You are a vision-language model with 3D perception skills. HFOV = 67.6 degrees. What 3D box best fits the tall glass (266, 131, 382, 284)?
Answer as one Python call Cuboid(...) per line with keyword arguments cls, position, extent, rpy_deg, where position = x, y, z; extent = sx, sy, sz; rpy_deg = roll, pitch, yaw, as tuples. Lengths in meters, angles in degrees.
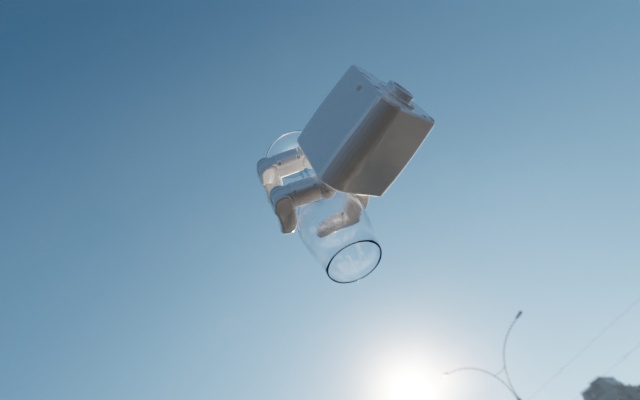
Cuboid(cls="tall glass", position=(0.000, 0.002, 0.554), extent=(0.079, 0.079, 0.201), rpy_deg=(0, 39, -27))
